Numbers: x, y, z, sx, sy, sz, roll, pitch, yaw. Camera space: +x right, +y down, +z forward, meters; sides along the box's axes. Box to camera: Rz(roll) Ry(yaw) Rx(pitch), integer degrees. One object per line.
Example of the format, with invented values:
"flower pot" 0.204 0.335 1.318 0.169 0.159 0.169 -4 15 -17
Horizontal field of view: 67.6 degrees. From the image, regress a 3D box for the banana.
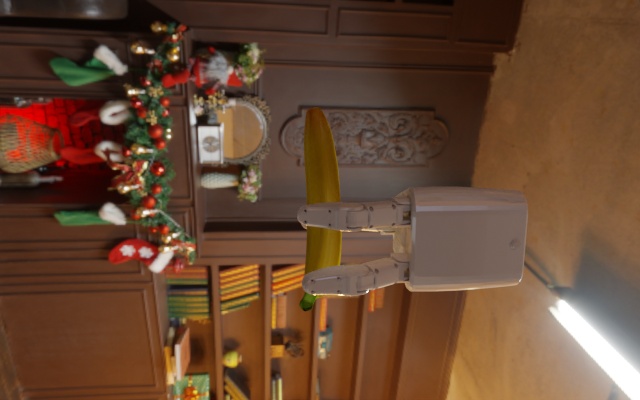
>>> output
"banana" 0.002 0.009 0.478 0.037 0.197 0.070 -1 -13 5
